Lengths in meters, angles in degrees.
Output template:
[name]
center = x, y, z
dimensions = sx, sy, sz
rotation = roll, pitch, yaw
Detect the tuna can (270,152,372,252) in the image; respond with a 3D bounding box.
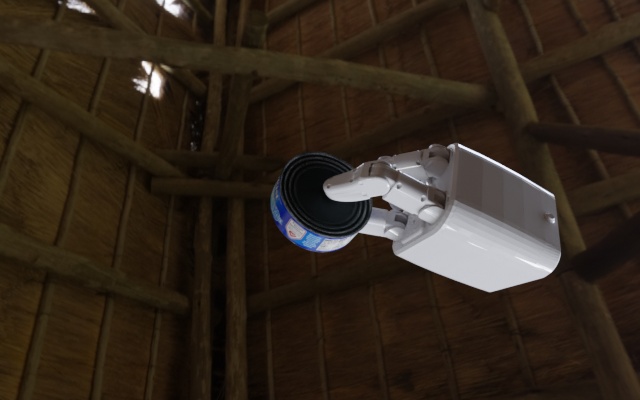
[tuna can]
center = 0.000, 0.002, 0.419
dimensions = 0.086, 0.086, 0.034
rotation = 0, -31, -26
